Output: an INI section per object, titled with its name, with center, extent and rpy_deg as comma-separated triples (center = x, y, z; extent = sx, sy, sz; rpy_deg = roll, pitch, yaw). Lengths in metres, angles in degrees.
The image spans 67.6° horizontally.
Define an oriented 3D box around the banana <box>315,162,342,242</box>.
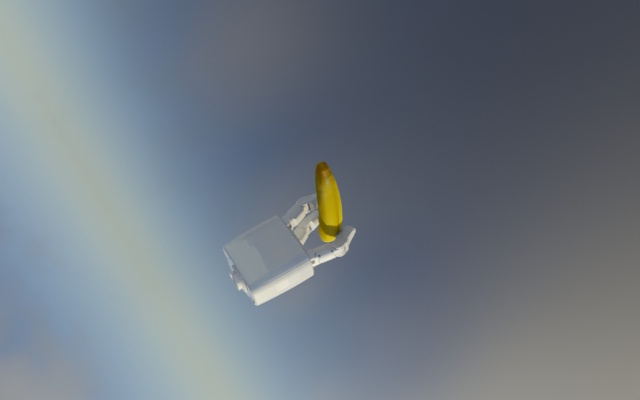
[banana]
center = 0.010, 0.018, 0.784
extent = 0.037, 0.069, 0.198
rpy_deg = -26, -28, -16
